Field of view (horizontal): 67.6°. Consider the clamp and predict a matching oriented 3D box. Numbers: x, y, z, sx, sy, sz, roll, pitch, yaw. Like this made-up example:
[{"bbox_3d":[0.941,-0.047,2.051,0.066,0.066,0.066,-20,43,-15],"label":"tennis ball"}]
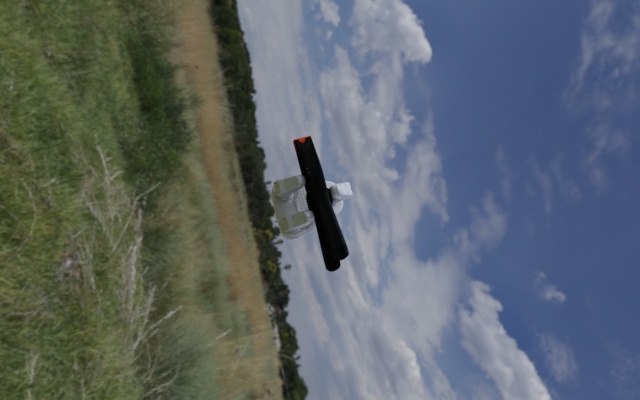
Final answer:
[{"bbox_3d":[0.001,0.002,0.697,0.036,0.210,0.164,-14,-6,-6],"label":"clamp"}]
